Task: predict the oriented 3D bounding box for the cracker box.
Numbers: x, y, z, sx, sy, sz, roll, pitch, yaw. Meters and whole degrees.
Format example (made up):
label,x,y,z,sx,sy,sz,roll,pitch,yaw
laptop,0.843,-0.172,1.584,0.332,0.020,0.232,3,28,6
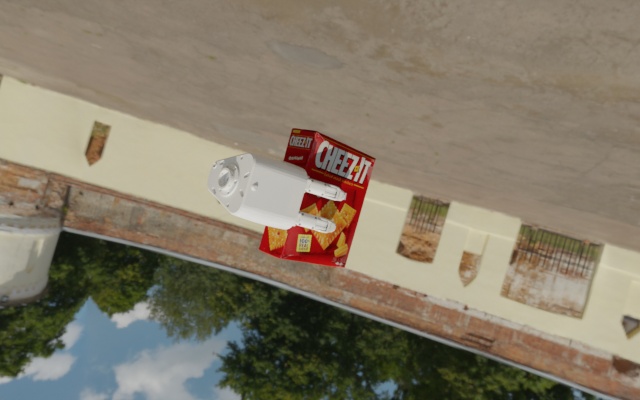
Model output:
label,x,y,z,sx,sy,sz,roll,pitch,yaw
cracker box,0.000,0.003,0.830,0.072,0.213,0.164,15,-1,45
